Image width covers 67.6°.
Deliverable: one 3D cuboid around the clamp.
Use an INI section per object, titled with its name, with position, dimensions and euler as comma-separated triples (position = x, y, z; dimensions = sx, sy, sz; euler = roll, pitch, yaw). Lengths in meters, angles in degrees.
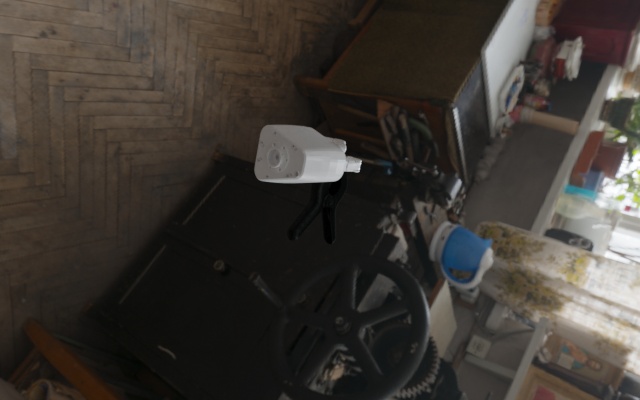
[clamp]
position = 0.001, 0.003, 0.861
dimensions = 0.039, 0.171, 0.120
euler = 20, 15, 35
